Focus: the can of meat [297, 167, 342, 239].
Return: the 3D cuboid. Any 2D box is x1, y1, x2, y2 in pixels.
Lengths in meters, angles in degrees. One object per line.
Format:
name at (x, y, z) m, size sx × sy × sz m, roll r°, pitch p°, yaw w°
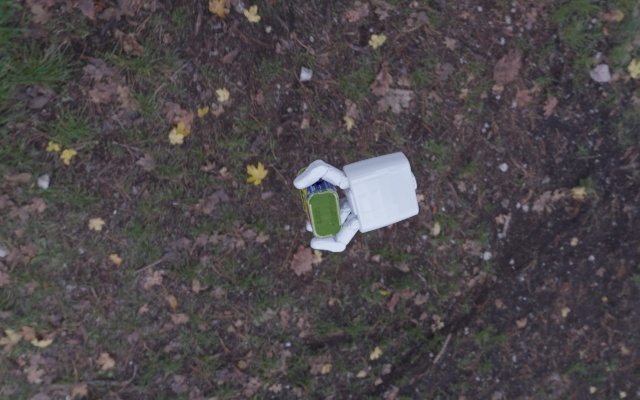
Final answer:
can of meat at (0.000, 0.003, 0.825) m, size 0.057 × 0.102 × 0.084 m, roll -14°, pitch 35°, yaw -5°
